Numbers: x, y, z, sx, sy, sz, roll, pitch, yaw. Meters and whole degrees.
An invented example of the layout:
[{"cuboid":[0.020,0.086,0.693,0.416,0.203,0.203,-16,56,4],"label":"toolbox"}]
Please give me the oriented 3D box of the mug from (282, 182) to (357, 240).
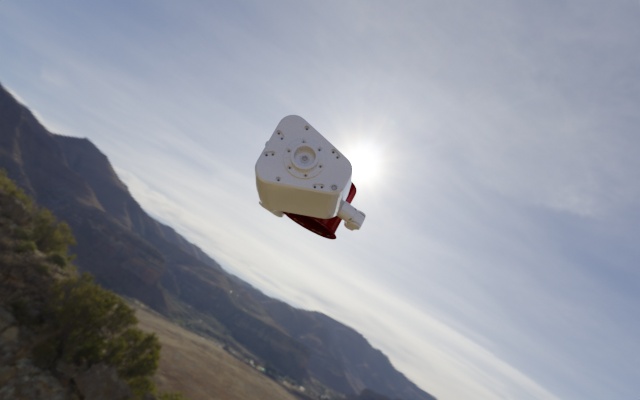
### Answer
[{"cuboid":[0.000,0.003,0.711,0.093,0.081,0.117,29,-14,3],"label":"mug"}]
